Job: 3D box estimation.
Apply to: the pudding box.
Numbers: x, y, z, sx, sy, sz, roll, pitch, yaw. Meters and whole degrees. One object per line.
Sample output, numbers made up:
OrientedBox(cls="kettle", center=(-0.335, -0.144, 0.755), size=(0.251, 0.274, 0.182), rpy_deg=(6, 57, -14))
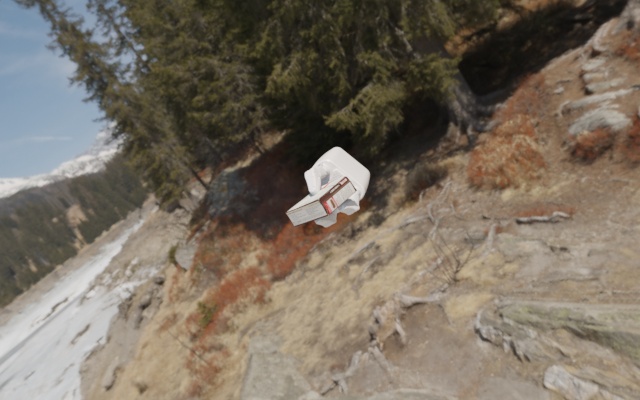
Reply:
OrientedBox(cls="pudding box", center=(0.000, 0.003, 0.894), size=(0.090, 0.039, 0.113), rpy_deg=(-41, 10, -37))
